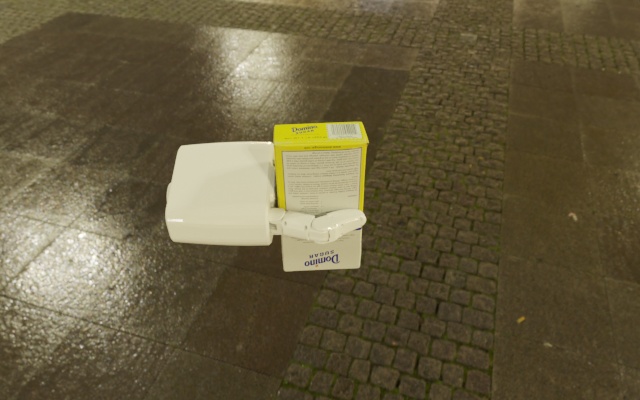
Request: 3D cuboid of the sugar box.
[{"bbox_3d":[0.000,0.001,0.525,0.093,0.176,0.048,-2,41,-3],"label":"sugar box"}]
